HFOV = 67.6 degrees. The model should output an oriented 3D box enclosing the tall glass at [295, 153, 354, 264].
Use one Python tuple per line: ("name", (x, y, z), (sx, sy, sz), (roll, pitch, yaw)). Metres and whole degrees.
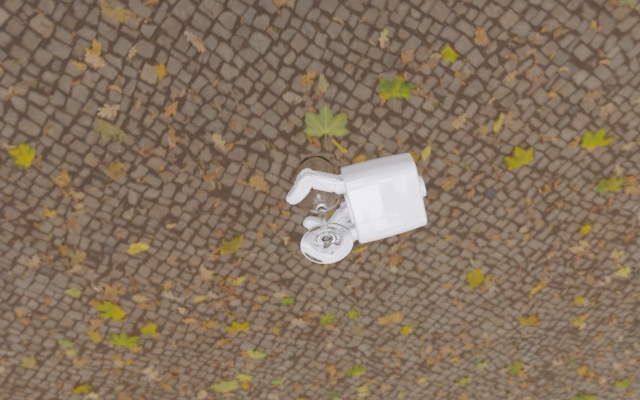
("tall glass", (0.000, 0.003, 0.740), (0.079, 0.079, 0.201), (0, 36, -7))
